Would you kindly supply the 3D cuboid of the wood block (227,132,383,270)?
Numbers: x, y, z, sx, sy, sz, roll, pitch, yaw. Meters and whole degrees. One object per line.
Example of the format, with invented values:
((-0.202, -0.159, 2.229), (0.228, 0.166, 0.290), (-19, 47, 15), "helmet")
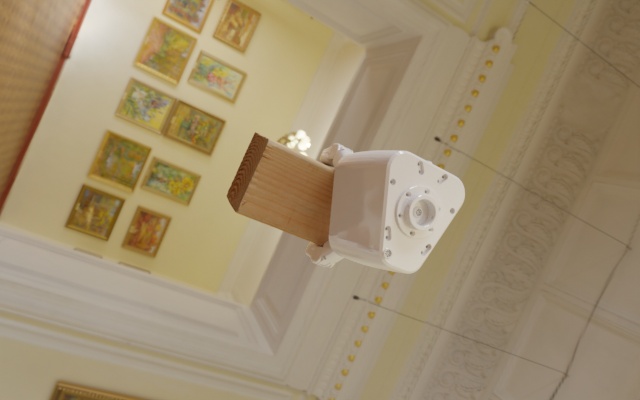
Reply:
((0.000, 0.002, 0.594), (0.206, 0.091, 0.090), (24, 5, -22), "wood block")
